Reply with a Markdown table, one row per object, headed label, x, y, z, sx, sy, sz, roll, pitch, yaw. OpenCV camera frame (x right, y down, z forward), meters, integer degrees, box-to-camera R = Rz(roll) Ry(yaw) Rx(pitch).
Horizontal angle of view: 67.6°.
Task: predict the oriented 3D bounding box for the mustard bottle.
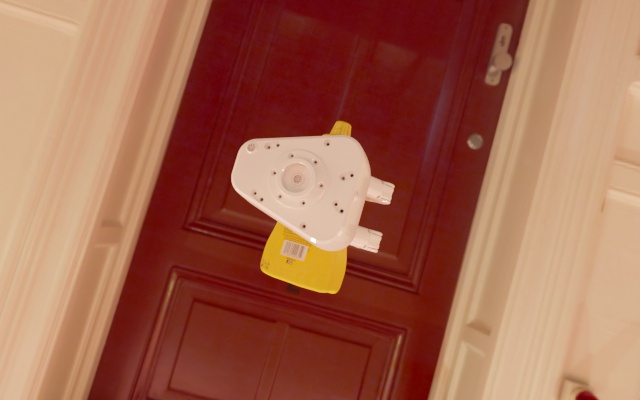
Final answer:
| label | x | y | z | sx | sy | sz | roll | pitch | yaw |
| --- | --- | --- | --- | --- | --- | --- | --- | --- | --- |
| mustard bottle | 0.000 | 0.002 | 0.546 | 0.096 | 0.191 | 0.058 | 13 | -5 | 33 |
